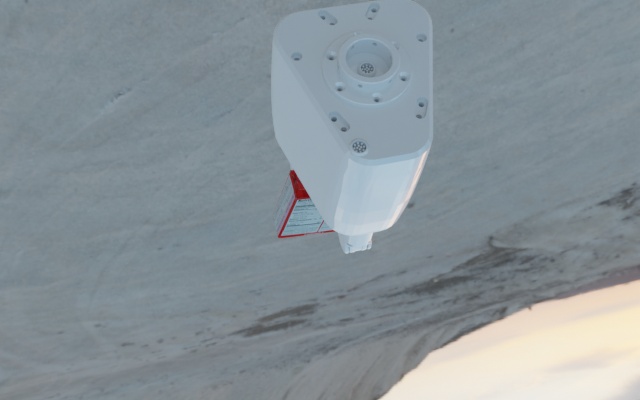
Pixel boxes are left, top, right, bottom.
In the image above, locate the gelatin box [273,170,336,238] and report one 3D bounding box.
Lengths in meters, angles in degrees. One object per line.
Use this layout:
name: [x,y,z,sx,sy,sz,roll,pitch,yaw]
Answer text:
gelatin box: [0.000,0.002,0.443,0.073,0.030,0.089,-6,-26,-19]
